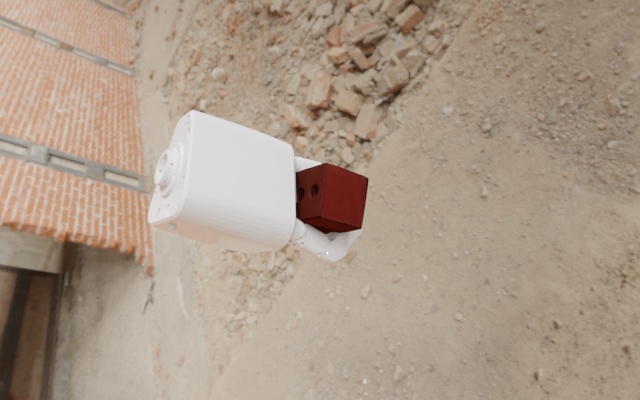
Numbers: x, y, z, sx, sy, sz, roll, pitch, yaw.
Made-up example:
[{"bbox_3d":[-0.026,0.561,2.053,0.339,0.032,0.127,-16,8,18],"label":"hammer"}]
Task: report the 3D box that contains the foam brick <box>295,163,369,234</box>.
[{"bbox_3d":[0.000,0.001,0.465,0.051,0.053,0.078,19,-20,-33],"label":"foam brick"}]
